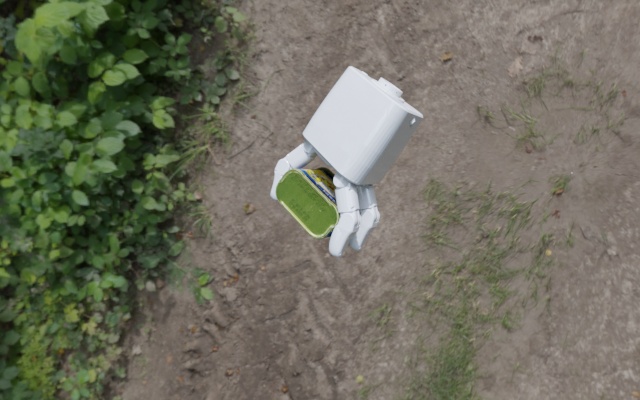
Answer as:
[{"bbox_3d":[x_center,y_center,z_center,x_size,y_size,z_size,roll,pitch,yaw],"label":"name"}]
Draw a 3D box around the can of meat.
[{"bbox_3d":[0.000,0.002,0.629,0.102,0.057,0.084,45,21,18],"label":"can of meat"}]
